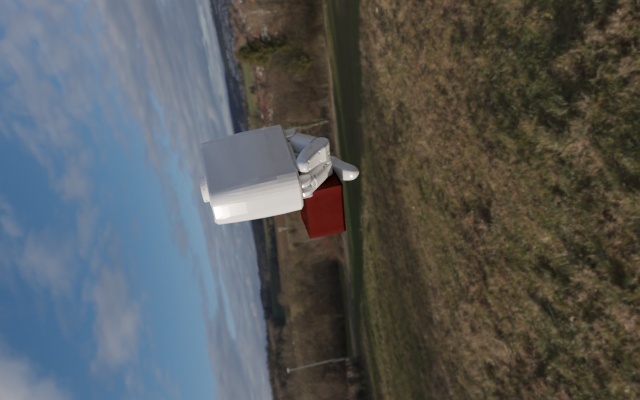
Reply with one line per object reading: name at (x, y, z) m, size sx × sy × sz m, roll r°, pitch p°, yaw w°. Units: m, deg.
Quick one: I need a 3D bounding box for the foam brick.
foam brick at (0.000, 0.002, 0.634) m, size 0.051 × 0.078 × 0.053 m, roll -14°, pitch 36°, yaw -11°
